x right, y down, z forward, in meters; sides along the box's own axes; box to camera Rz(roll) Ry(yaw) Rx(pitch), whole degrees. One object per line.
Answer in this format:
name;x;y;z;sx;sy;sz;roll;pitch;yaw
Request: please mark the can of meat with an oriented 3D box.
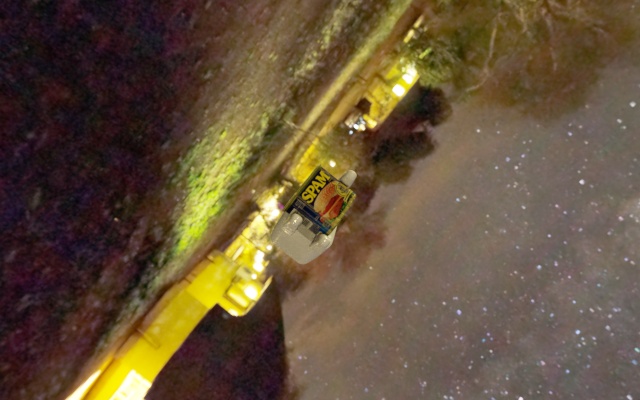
can of meat;0.000;0.003;0.783;0.084;0.102;0.057;39;-37;-2
